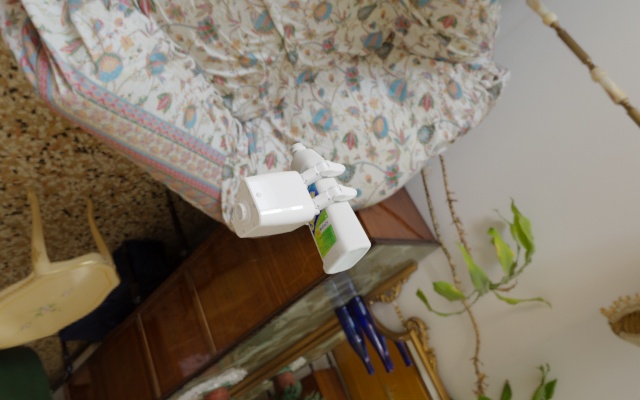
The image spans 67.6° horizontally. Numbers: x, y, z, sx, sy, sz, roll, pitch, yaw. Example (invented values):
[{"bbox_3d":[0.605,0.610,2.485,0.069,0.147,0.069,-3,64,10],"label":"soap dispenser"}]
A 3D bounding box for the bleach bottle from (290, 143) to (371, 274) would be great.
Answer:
[{"bbox_3d":[0.000,0.003,0.891,0.068,0.250,0.103,-9,-30,-34],"label":"bleach bottle"}]
